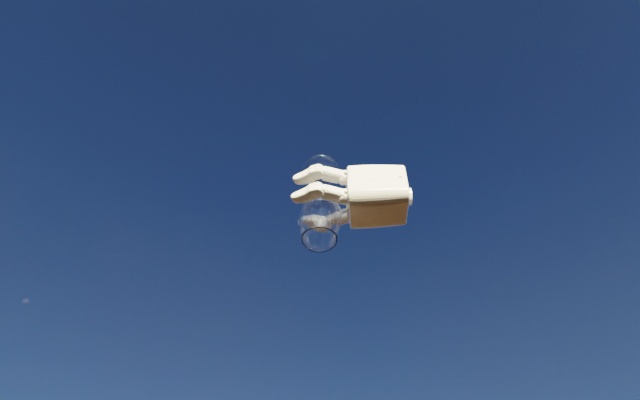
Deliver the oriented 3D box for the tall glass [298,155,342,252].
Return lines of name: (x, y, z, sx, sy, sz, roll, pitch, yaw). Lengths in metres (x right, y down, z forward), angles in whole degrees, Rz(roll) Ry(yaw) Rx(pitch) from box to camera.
tall glass: (0.000, 0.003, 0.886, 0.079, 0.079, 0.200, 0, 40, 2)
